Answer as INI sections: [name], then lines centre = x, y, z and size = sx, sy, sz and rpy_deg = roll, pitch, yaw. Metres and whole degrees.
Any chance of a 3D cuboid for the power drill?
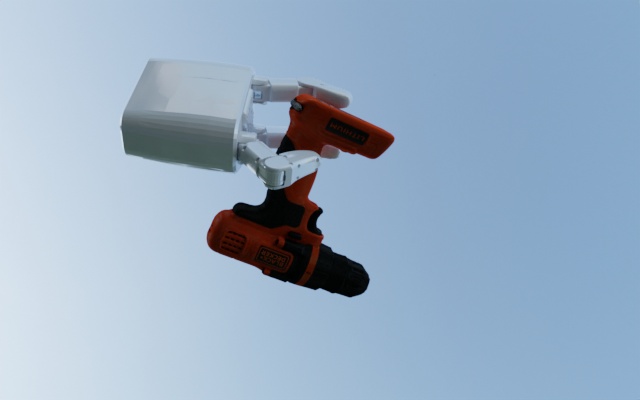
[power drill]
centre = 0.000, 0.001, 0.490
size = 0.184, 0.188, 0.057
rpy_deg = 22, 12, -19
